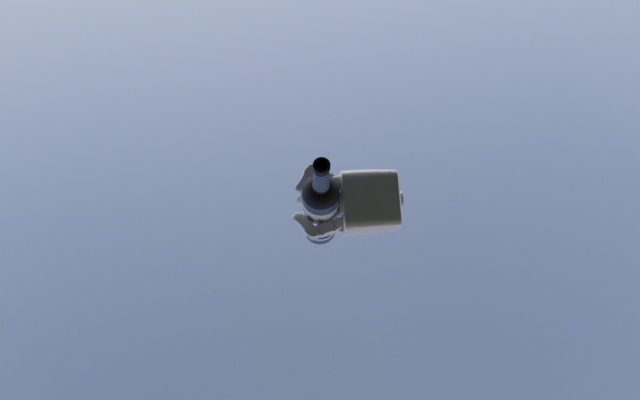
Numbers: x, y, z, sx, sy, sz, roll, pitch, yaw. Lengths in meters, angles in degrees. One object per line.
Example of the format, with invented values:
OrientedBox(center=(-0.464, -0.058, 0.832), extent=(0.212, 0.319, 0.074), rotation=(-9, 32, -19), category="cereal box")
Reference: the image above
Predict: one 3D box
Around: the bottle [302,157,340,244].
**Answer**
OrientedBox(center=(0.000, 0.003, 0.854), extent=(0.069, 0.069, 0.296), rotation=(0, -23, -1), category="bottle")
